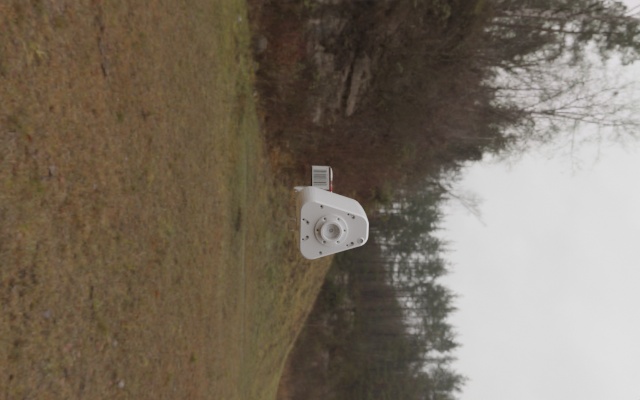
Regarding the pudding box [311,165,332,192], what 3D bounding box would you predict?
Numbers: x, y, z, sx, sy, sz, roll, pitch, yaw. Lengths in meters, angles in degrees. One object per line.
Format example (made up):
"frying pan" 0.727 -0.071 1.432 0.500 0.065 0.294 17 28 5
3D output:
"pudding box" 0.000 0.003 0.883 0.039 0.113 0.090 2 -18 -2
